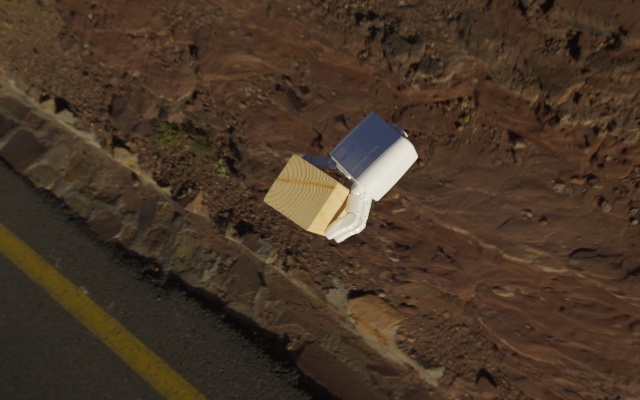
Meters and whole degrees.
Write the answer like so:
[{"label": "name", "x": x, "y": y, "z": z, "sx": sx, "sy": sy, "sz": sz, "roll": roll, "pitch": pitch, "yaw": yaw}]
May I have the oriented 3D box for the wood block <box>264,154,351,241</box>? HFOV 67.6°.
[{"label": "wood block", "x": 0.000, "y": 0.002, "z": 0.818, "sx": 0.091, "sy": 0.090, "sz": 0.206, "roll": 34, "pitch": 2, "yaw": 20}]
